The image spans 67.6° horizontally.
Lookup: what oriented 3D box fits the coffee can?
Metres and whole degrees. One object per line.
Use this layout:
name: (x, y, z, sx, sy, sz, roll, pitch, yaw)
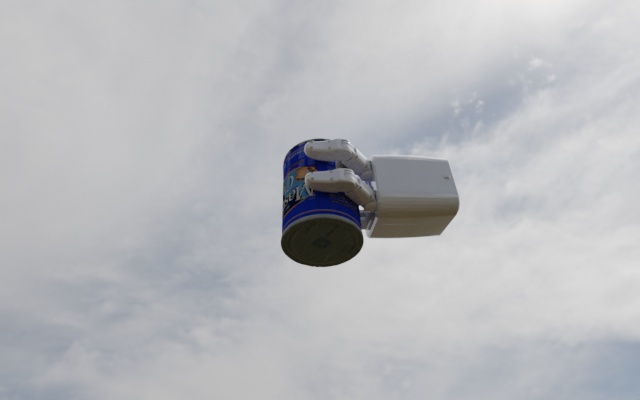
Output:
coffee can: (0.000, 0.002, 0.634, 0.103, 0.140, 0.103, -1, -41, -1)
